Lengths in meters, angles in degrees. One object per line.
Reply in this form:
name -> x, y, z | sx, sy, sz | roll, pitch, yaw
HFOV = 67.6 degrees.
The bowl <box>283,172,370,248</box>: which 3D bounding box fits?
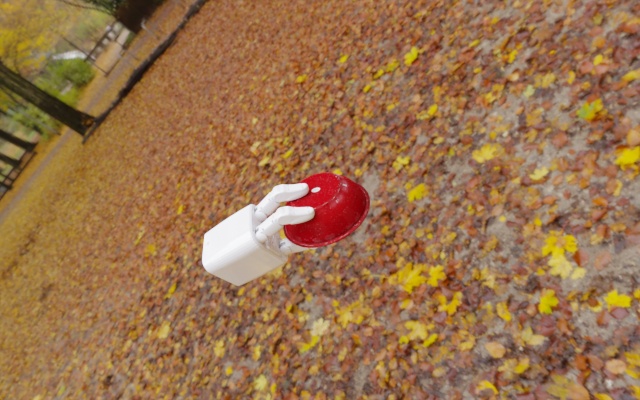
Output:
bowl -> 0.001, 0.002, 0.813 | 0.162, 0.055, 0.162 | -16, 39, 13
